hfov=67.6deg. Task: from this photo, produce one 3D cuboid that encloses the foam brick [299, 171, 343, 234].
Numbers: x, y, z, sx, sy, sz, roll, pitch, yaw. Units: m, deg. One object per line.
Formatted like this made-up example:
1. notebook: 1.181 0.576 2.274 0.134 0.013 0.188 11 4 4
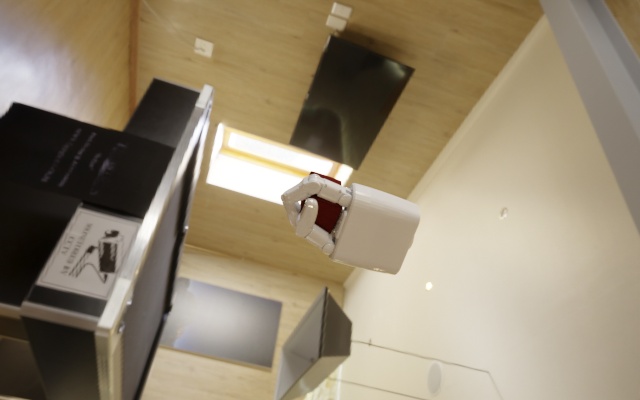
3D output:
1. foam brick: 0.000 0.002 0.717 0.051 0.053 0.078 16 34 -10
